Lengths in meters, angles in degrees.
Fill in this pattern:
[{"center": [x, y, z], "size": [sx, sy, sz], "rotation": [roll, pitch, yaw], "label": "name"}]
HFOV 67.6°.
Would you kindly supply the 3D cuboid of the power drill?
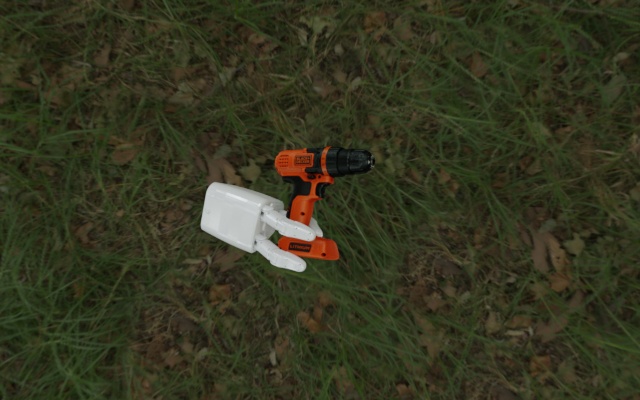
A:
[{"center": [0.000, 0.003, 0.798], "size": [0.184, 0.187, 0.057], "rotation": [2, -8, 33], "label": "power drill"}]
